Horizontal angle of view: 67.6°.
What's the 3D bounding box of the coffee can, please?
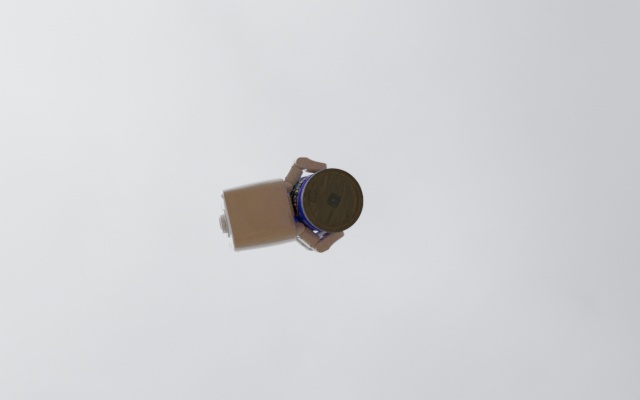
[{"bbox_3d":[0.000,0.003,0.816,0.103,0.103,0.140,0,-2,-18],"label":"coffee can"}]
